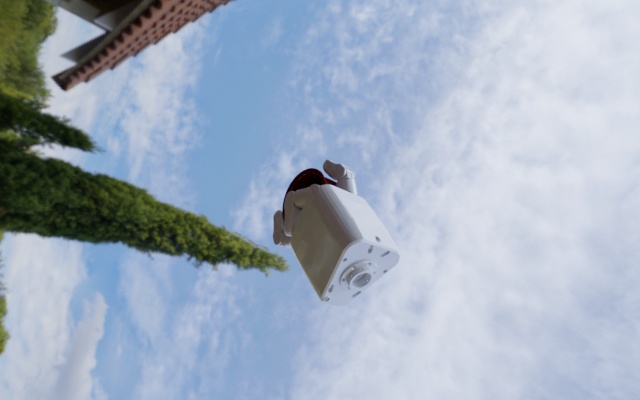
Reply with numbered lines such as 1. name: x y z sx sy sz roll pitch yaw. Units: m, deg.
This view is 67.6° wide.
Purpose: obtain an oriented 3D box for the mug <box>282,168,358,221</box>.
1. mug: 0.000 0.002 0.707 0.081 0.093 0.117 22 25 -38
